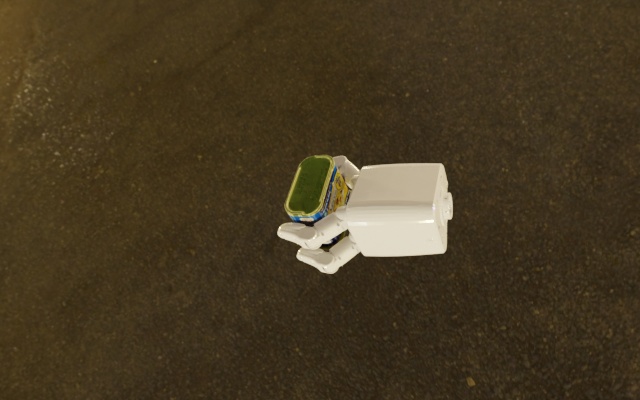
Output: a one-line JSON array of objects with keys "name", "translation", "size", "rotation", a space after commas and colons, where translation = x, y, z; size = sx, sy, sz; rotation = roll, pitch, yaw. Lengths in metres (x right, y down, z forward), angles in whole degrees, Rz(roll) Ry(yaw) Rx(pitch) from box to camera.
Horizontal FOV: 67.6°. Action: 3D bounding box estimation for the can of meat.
[{"name": "can of meat", "translation": [0.000, 0.002, 0.639], "size": [0.057, 0.102, 0.084], "rotation": [0, -35, 25]}]
